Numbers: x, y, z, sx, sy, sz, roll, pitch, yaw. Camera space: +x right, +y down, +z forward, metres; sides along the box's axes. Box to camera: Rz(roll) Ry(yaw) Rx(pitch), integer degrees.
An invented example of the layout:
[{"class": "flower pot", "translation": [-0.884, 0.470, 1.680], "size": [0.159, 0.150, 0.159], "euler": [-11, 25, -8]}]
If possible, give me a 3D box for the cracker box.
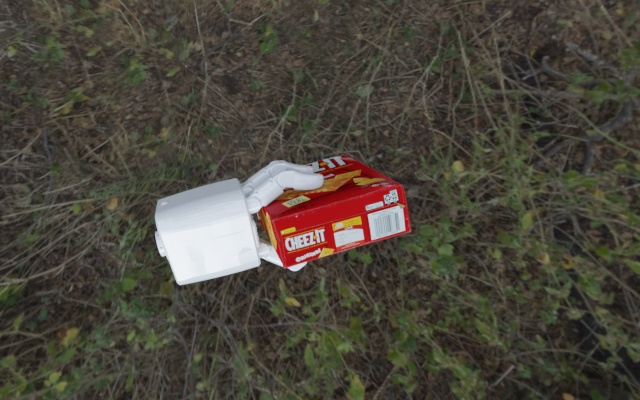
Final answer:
[{"class": "cracker box", "translation": [0.000, 0.002, 0.648], "size": [0.164, 0.072, 0.213], "euler": [-15, 19, -11]}]
